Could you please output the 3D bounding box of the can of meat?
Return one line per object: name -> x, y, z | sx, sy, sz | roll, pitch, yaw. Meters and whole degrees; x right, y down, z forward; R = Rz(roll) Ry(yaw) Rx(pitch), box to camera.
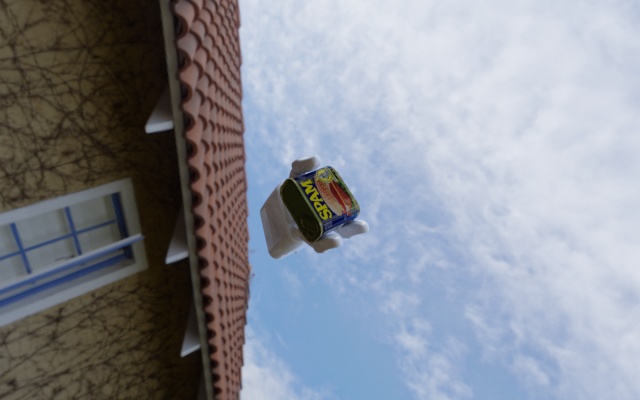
can of meat -> 0.000, 0.002, 0.740 | 0.084, 0.102, 0.057 | -23, -15, -34
